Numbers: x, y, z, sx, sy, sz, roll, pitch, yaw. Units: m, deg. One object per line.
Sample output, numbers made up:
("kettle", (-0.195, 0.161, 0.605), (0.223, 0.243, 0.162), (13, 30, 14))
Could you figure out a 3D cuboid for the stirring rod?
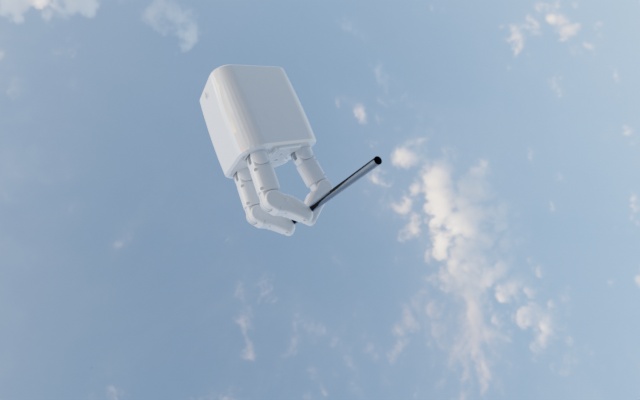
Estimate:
("stirring rod", (0.000, 0.002, 0.515), (0.011, 0.011, 0.239), (0, -18, -26))
